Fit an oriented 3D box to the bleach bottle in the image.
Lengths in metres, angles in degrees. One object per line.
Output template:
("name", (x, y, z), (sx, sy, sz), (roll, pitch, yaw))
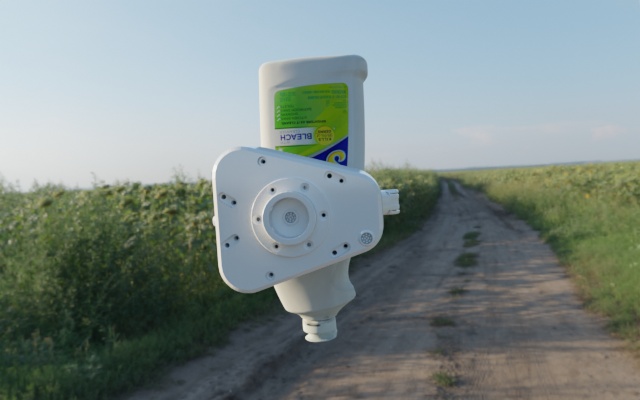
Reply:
("bleach bottle", (0.000, 0.001, 0.440), (0.102, 0.251, 0.068), (-4, 1, 3))
